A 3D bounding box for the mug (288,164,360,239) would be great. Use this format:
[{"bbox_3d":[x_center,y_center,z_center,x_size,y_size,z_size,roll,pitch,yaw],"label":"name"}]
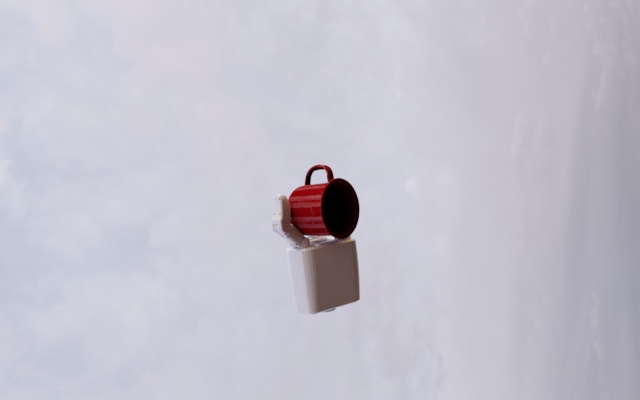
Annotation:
[{"bbox_3d":[0.000,0.001,0.746,0.081,0.117,0.093,-4,4,42],"label":"mug"}]
